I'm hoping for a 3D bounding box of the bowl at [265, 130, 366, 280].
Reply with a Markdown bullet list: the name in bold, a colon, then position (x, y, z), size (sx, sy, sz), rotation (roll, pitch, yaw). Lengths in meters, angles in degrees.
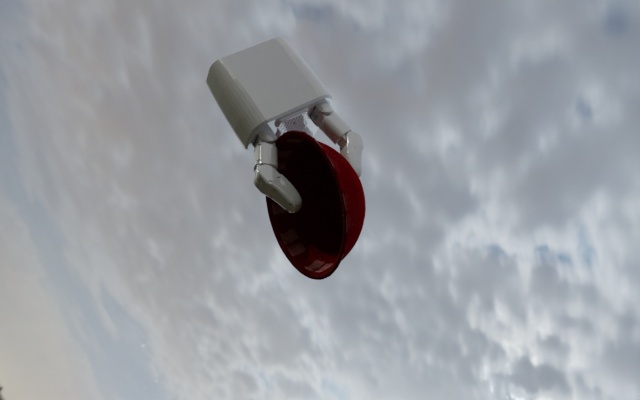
- **bowl**: position (0.001, 0.003, 0.523), size (0.055, 0.162, 0.162), rotation (-12, 6, -32)
